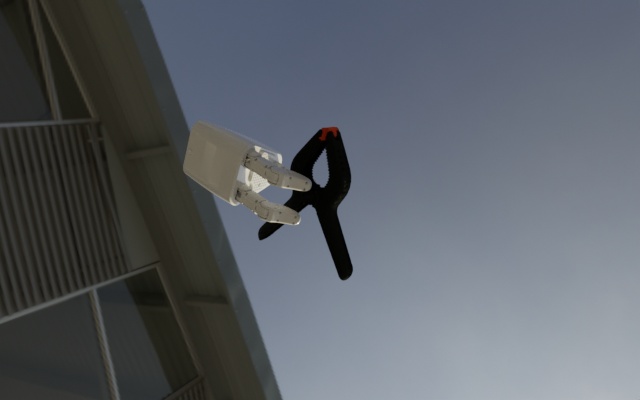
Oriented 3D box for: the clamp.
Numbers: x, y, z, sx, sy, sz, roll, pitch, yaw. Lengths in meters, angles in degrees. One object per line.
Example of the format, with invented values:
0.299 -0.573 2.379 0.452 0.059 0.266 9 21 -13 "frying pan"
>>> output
0.000 0.001 0.678 0.164 0.210 0.036 29 24 23 "clamp"
